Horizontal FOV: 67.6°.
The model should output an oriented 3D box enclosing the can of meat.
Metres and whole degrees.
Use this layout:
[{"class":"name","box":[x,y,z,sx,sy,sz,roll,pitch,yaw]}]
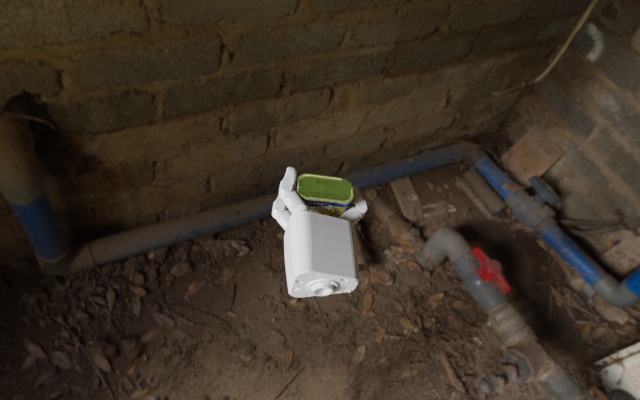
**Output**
[{"class":"can of meat","box":[0.000,0.002,0.819,0.102,0.057,0.084,6,-36,-11]}]
